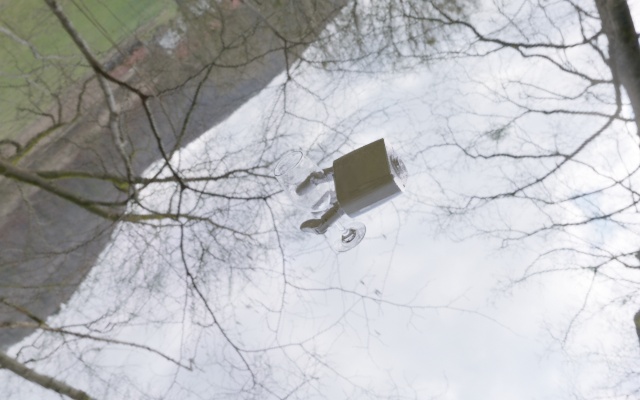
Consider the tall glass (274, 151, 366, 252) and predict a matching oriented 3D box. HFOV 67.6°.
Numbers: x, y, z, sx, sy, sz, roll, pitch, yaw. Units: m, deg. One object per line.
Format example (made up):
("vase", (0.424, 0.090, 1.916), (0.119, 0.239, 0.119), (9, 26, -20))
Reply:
("tall glass", (0.000, 0.003, 0.865), (0.079, 0.079, 0.201), (0, -42, 50))
